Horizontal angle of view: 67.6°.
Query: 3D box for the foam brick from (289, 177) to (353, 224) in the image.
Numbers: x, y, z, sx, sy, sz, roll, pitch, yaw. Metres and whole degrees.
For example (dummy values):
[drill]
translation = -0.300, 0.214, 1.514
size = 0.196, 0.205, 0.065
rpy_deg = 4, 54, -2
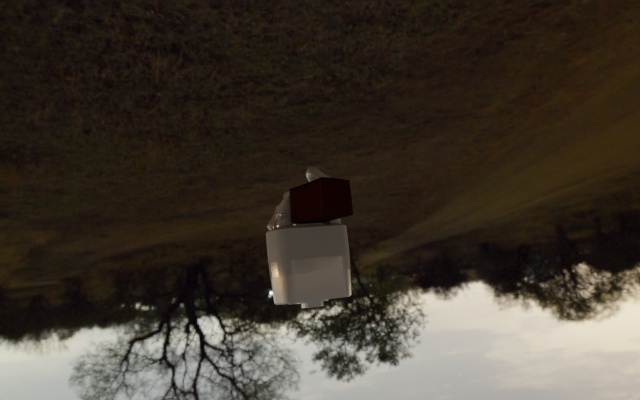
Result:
[foam brick]
translation = 0.000, 0.002, 0.669
size = 0.053, 0.051, 0.078
rpy_deg = 3, -13, -38
